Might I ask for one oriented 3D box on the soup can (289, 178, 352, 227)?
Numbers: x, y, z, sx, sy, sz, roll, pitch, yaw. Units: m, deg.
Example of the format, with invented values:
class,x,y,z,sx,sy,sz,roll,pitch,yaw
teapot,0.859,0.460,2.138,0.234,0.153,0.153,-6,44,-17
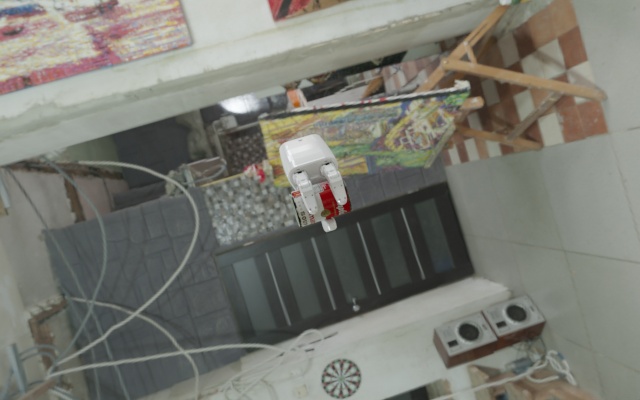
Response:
class,x,y,z,sx,sy,sz,roll,pitch,yaw
soup can,0.000,0.003,0.886,0.102,0.068,0.068,-17,2,-6
